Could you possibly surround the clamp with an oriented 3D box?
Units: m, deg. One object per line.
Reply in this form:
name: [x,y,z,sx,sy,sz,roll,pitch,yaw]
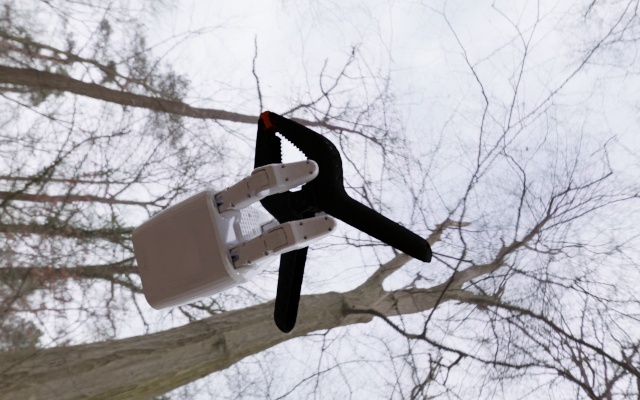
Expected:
clamp: [0.000,0.001,0.453,0.164,0.210,0.036,-23,-14,20]
